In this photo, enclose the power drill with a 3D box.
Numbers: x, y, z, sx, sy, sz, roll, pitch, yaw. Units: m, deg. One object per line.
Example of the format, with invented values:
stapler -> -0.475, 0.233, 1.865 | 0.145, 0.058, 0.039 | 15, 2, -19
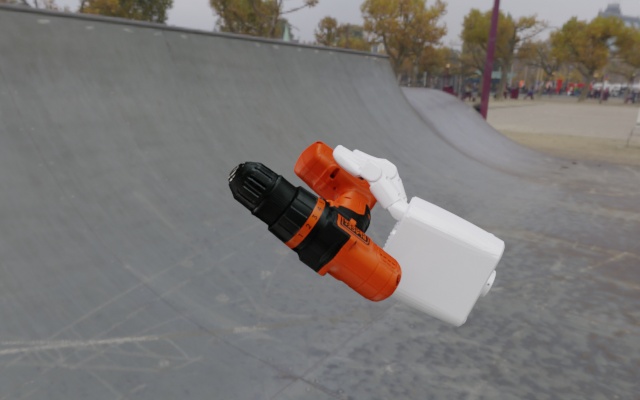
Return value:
power drill -> 0.000, 0.002, 0.495 | 0.184, 0.057, 0.187 | 39, 22, -12
